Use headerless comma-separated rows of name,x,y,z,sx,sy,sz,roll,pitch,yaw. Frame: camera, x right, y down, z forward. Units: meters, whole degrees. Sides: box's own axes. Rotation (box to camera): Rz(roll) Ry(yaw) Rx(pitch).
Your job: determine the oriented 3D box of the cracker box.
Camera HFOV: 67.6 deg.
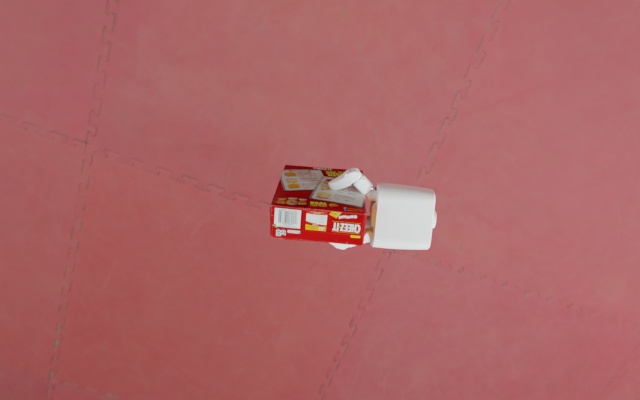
cracker box,0.000,0.003,0.899,0.164,0.072,0.213,5,23,1
